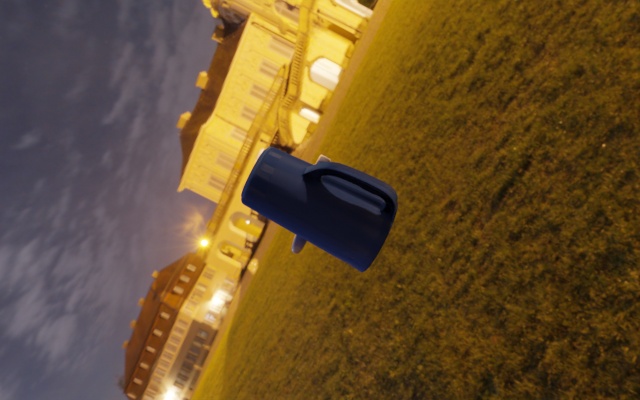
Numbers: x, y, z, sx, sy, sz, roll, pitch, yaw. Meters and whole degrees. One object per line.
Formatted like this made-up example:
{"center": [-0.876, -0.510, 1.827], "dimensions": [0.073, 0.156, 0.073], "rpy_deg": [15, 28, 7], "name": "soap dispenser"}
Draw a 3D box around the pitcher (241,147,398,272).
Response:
{"center": [0.000, 0.003, 0.789], "dimensions": [0.243, 0.149, 0.145], "rpy_deg": [27, 3, -3], "name": "pitcher"}
